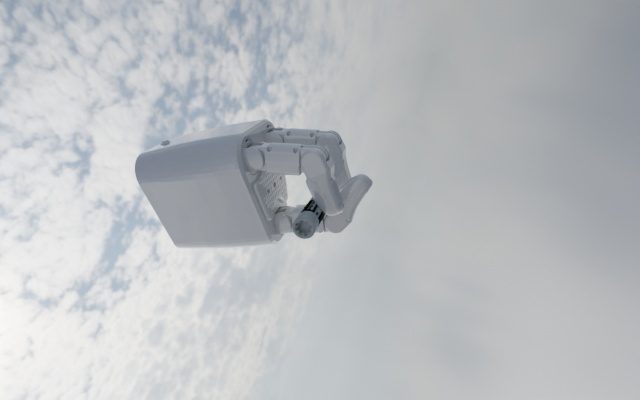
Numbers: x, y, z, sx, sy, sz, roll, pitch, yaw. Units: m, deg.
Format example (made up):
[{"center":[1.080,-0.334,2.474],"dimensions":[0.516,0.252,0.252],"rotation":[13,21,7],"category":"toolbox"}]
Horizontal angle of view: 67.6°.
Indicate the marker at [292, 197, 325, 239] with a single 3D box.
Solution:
[{"center":[0.000,0.001,0.428],"dimensions":[0.020,0.020,0.121],"rotation":[0,20,14],"category":"marker"}]
